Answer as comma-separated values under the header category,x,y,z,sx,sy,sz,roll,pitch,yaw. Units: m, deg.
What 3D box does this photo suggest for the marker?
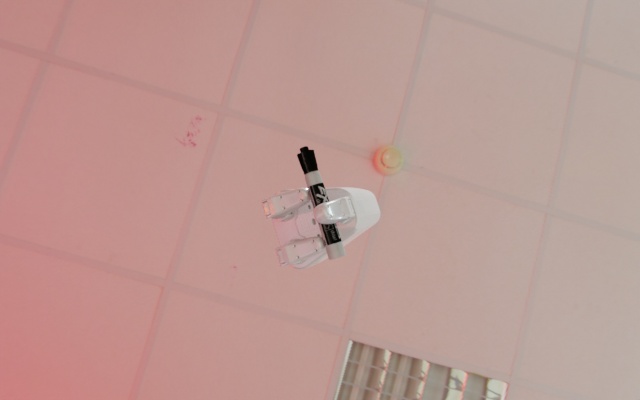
category,x,y,z,sx,sy,sz,roll,pitch,yaw
marker,0.000,0.002,0.499,0.020,0.121,0.020,-17,-4,-1
